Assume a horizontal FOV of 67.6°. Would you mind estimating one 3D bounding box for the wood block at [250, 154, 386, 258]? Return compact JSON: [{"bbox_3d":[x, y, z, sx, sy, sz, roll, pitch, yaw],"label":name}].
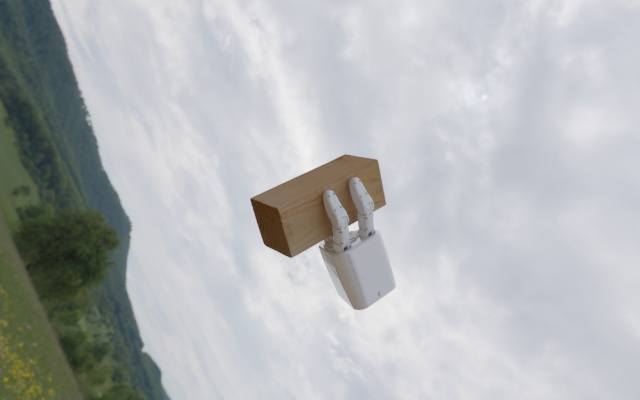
[{"bbox_3d":[0.000,0.003,0.801,0.206,0.090,0.091,-27,25,-30],"label":"wood block"}]
